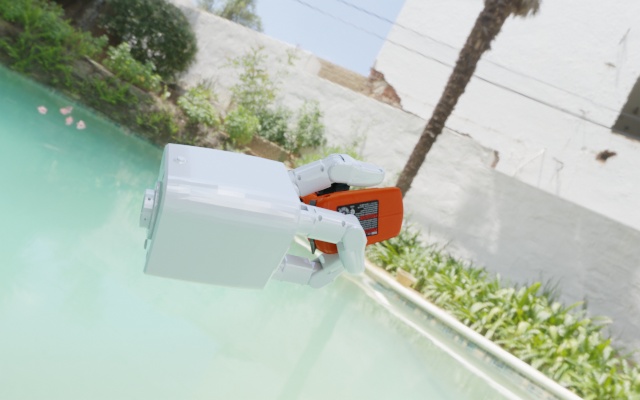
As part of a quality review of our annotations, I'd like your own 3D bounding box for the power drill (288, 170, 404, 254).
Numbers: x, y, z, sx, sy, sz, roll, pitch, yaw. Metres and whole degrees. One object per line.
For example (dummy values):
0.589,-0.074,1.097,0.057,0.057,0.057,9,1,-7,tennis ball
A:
0.000,0.002,0.528,0.184,0.057,0.187,-12,15,-34,power drill
